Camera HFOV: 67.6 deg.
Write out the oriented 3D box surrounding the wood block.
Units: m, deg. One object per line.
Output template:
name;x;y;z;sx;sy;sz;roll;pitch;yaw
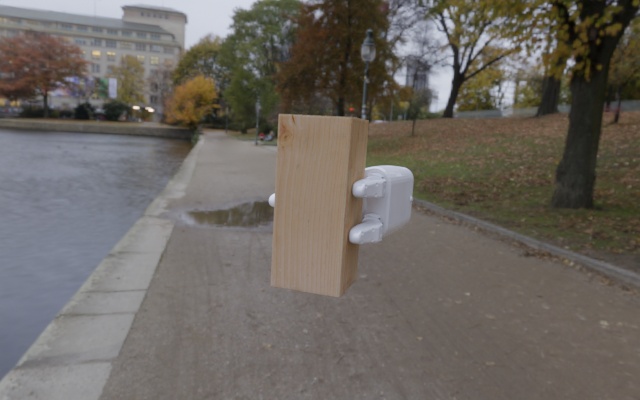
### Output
wood block;0.000;0.002;0.588;0.091;0.206;0.090;6;9;17
